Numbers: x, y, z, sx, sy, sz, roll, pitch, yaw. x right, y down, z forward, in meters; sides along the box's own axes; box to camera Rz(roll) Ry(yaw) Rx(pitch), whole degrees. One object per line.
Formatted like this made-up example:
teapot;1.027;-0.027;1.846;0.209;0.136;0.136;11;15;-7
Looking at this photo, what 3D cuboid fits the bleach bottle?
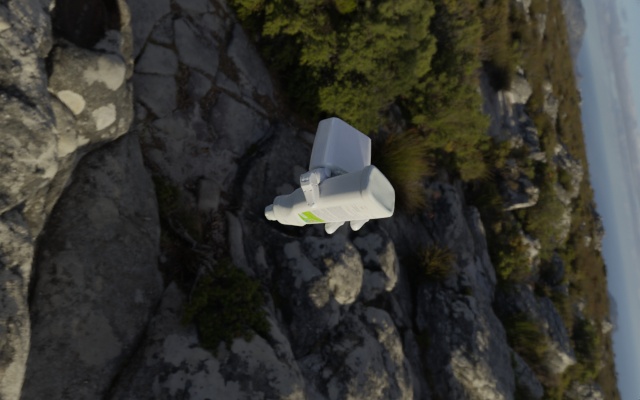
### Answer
bleach bottle;0.000;0.003;0.859;0.251;0.068;0.103;-9;-31;32
